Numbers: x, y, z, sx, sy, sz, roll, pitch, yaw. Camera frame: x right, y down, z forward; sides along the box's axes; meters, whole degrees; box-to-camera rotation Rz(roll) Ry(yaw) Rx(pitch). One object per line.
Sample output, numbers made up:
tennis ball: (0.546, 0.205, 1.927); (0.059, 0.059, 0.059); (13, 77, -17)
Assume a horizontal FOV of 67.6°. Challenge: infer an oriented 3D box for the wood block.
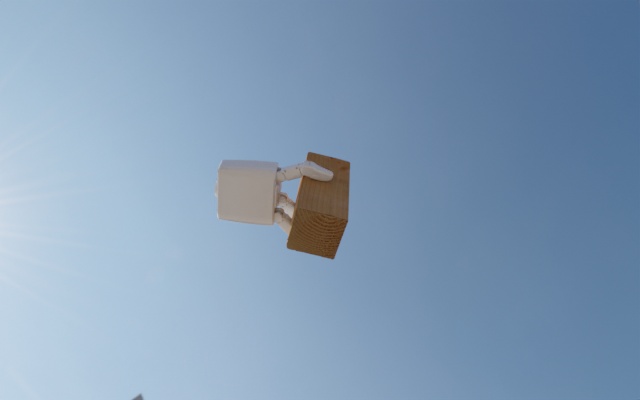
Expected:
wood block: (0.000, 0.002, 0.888); (0.090, 0.091, 0.206); (14, 33, -4)
